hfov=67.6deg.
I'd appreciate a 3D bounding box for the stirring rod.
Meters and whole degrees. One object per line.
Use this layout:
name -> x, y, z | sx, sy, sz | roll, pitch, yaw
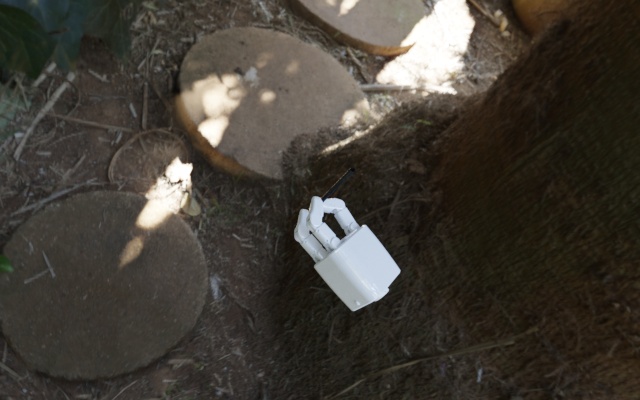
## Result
stirring rod -> 0.000, 0.003, 0.826 | 0.011, 0.011, 0.240 | 0, -25, -27
